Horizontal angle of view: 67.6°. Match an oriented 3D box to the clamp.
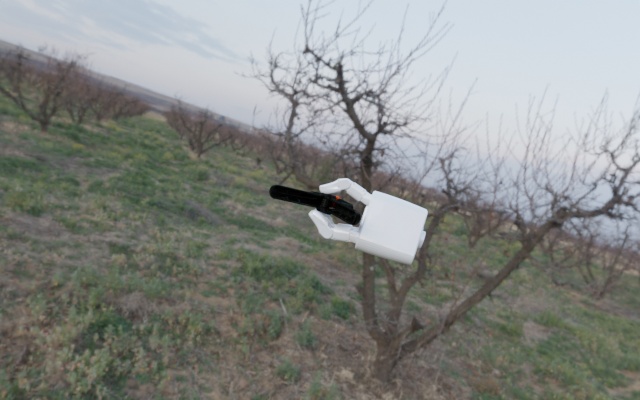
[{"bbox_3d":[0.001,0.002,0.890,0.164,0.036,0.210,19,5,6],"label":"clamp"}]
